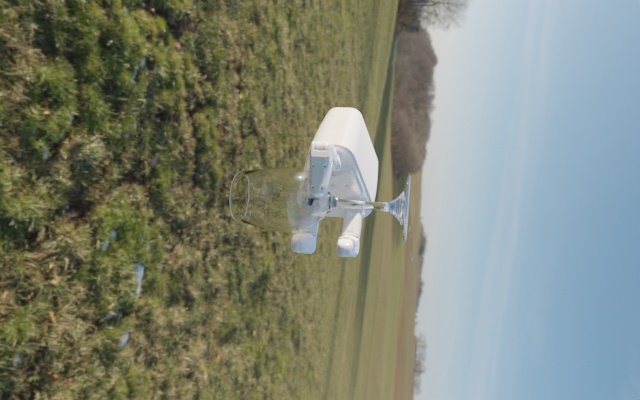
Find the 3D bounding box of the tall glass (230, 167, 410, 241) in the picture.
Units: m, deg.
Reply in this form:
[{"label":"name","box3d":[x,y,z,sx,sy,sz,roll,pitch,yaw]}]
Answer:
[{"label":"tall glass","box3d":[0.001,0.002,0.553,0.201,0.079,0.079,4,1,11]}]
